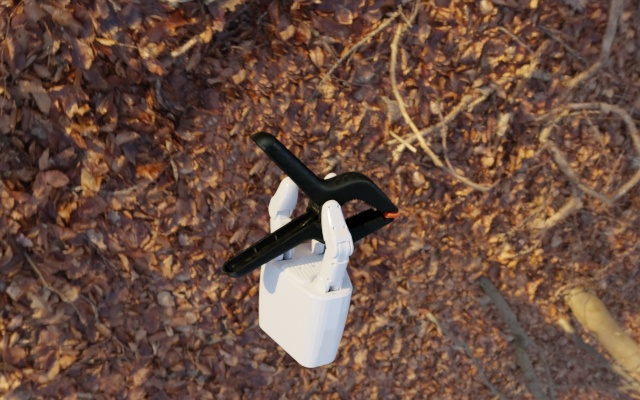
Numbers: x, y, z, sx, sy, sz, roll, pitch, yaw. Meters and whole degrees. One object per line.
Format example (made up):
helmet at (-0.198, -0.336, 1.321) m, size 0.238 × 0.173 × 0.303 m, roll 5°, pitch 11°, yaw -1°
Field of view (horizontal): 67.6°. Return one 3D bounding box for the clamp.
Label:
clamp at (0.001, 0.002, 0.525) m, size 0.210 × 0.165 × 0.036 m, roll -5°, pitch 32°, yaw -27°
